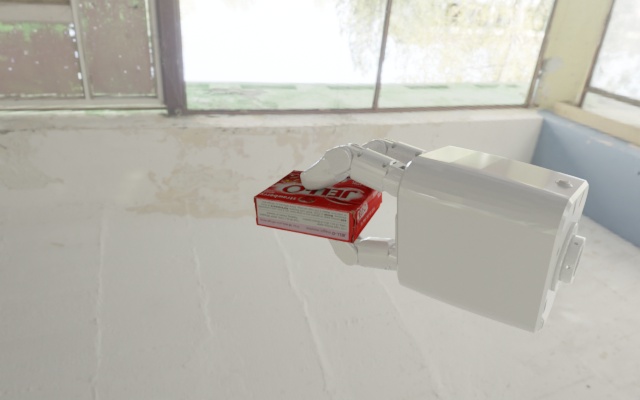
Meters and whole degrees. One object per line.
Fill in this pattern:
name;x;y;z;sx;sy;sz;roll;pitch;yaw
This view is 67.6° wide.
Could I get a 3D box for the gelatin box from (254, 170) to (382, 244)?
gelatin box;0.000;0.002;0.406;0.089;0.030;0.073;8;24;22
